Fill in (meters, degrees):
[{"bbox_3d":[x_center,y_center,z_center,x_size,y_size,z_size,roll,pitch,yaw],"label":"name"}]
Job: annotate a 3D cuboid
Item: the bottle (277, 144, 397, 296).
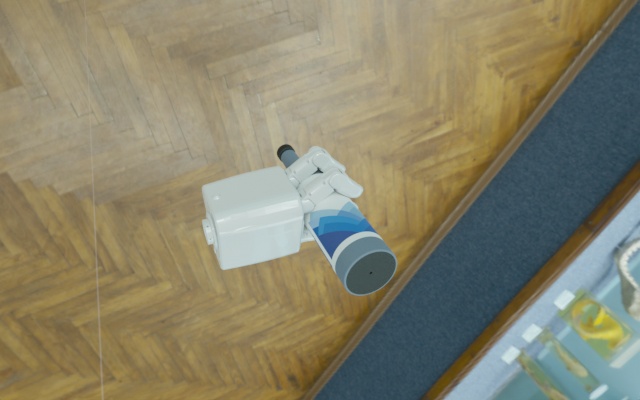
[{"bbox_3d":[0.000,0.002,0.639,0.069,0.069,0.295,0,32,-27],"label":"bottle"}]
